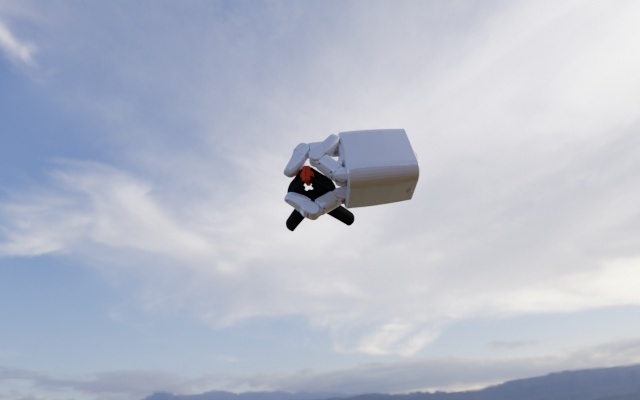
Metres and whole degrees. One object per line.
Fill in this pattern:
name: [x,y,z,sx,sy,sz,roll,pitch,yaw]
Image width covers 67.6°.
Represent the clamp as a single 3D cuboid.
clamp: [0.000,0.002,0.780,0.120,0.039,0.172,-7,-29,-5]
